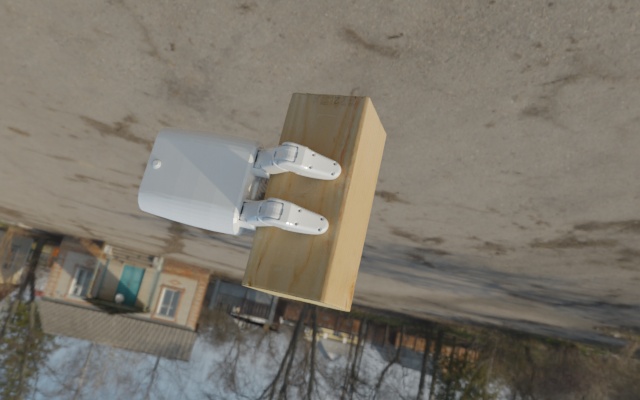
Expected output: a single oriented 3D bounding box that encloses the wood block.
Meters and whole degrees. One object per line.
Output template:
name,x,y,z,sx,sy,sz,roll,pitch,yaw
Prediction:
wood block,0.000,0.002,0.503,0.090,0.206,0.091,8,-15,21
